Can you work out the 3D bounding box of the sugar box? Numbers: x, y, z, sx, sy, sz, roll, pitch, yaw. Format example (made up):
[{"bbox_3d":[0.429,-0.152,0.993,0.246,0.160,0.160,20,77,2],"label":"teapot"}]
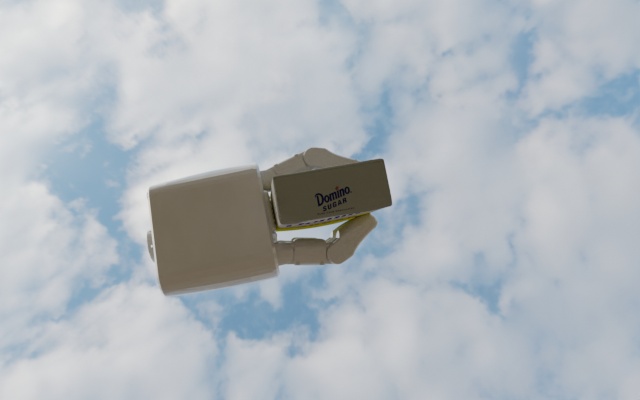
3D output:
[{"bbox_3d":[0.000,0.002,0.457,0.093,0.048,0.176,-10,-2,-7],"label":"sugar box"}]
